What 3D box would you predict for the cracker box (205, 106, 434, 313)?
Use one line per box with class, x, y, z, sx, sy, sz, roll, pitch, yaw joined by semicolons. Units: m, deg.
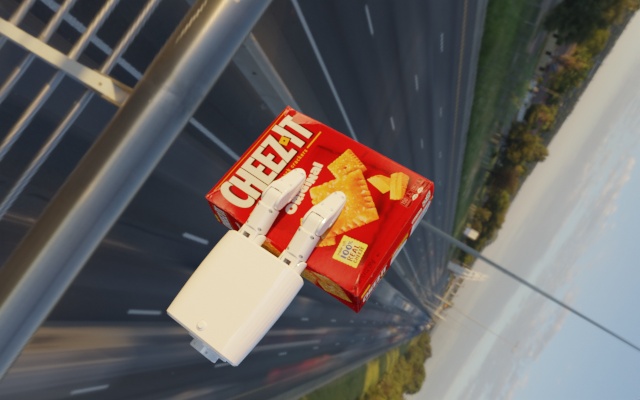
cracker box;0.000;0.002;0.565;0.213;0.164;0.072;31;-22;19
